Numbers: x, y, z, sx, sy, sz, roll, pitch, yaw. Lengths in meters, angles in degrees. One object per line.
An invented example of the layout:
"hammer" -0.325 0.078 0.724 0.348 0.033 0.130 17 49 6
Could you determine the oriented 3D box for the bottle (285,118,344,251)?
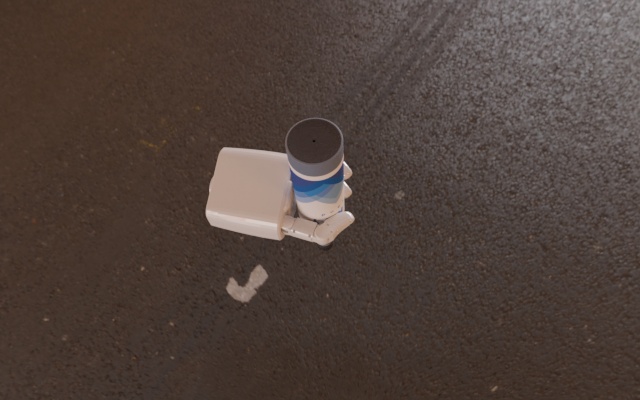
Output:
"bottle" 0.000 0.002 0.669 0.069 0.069 0.296 0 -28 3
